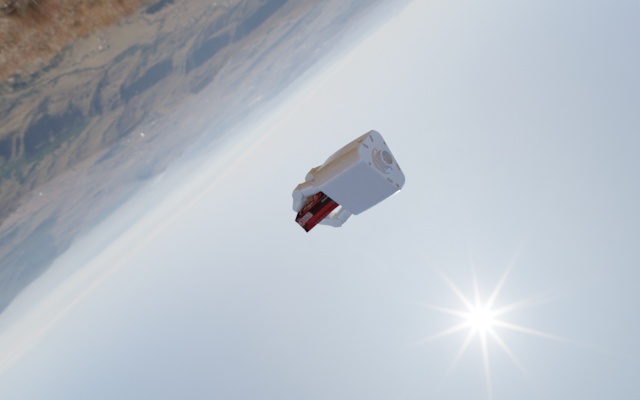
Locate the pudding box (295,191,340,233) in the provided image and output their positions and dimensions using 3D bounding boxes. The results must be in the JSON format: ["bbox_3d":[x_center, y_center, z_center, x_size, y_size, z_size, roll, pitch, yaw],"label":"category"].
[{"bbox_3d":[0.000,0.003,0.894,0.090,0.039,0.113,-40,10,15],"label":"pudding box"}]
